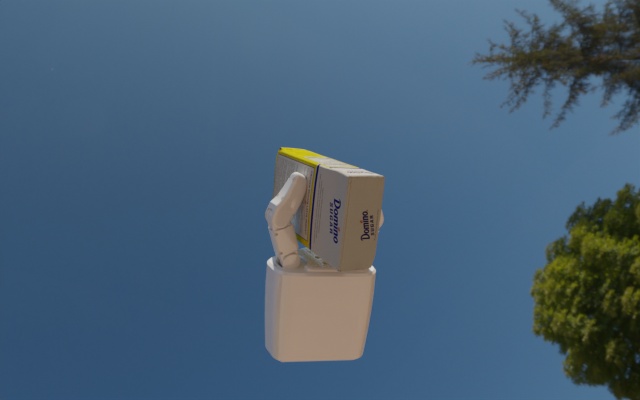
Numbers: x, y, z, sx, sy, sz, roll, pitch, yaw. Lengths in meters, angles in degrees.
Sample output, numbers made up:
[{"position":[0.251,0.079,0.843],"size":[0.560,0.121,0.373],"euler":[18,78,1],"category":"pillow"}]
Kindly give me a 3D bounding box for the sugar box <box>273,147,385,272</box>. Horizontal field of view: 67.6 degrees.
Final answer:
[{"position":[0.001,0.002,0.511],"size":[0.048,0.093,0.176],"euler":[-1,15,-29],"category":"sugar box"}]
